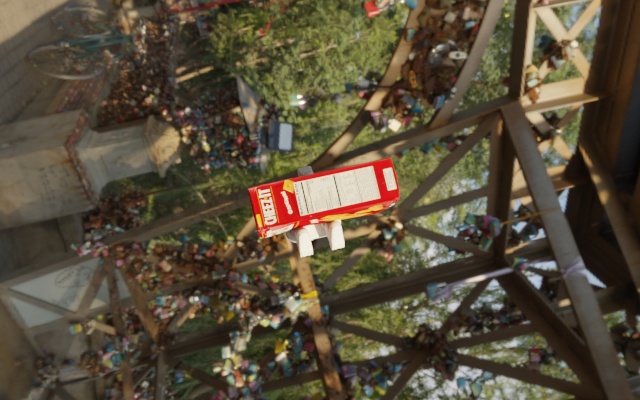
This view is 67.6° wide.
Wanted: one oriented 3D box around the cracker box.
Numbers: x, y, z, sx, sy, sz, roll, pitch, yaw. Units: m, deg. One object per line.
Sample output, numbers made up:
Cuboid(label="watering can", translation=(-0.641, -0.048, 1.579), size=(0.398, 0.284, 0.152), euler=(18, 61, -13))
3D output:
Cuboid(label="cracker box", translation=(0.000, 0.002, 0.750), size=(0.213, 0.072, 0.164), euler=(-13, -6, -8))
